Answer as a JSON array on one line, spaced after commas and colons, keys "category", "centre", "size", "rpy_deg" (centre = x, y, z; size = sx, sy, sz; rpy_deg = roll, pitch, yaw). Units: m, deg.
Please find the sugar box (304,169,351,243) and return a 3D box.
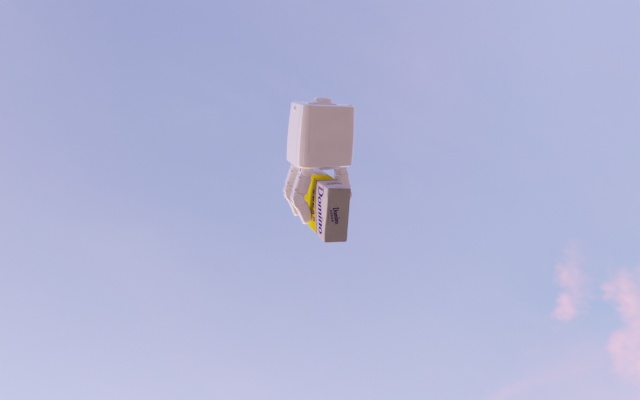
[{"category": "sugar box", "centre": [0.000, 0.003, 0.842], "size": [0.048, 0.093, 0.176], "rpy_deg": [0, 14, -16]}]
